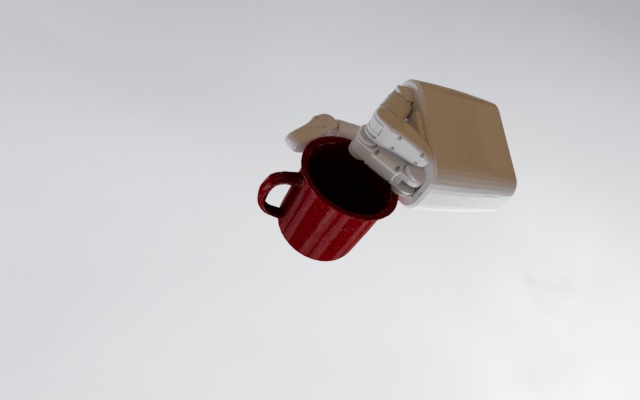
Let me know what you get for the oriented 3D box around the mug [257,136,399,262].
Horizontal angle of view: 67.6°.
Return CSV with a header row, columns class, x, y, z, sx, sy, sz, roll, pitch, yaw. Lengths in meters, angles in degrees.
class,x,y,z,sx,sy,sz,roll,pitch,yaw
mug,-0.001,0.001,0.430,0.117,0.093,0.081,6,-39,-26
